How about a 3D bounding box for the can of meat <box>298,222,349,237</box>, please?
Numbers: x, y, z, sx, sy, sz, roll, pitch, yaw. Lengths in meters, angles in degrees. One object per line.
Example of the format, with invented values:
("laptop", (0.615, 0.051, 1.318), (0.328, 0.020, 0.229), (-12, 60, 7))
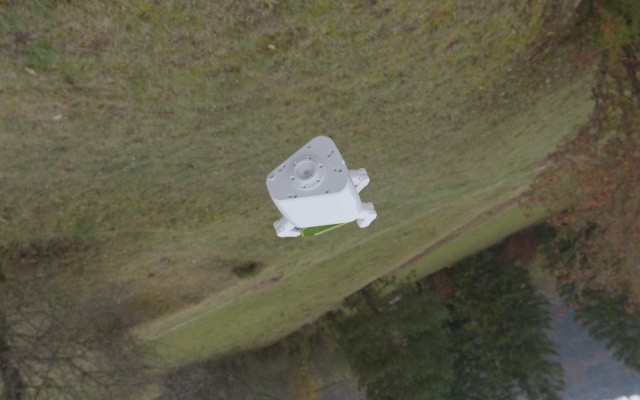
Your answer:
("can of meat", (0.000, 0.003, 0.770), (0.102, 0.084, 0.057), (-22, -23, 1))
